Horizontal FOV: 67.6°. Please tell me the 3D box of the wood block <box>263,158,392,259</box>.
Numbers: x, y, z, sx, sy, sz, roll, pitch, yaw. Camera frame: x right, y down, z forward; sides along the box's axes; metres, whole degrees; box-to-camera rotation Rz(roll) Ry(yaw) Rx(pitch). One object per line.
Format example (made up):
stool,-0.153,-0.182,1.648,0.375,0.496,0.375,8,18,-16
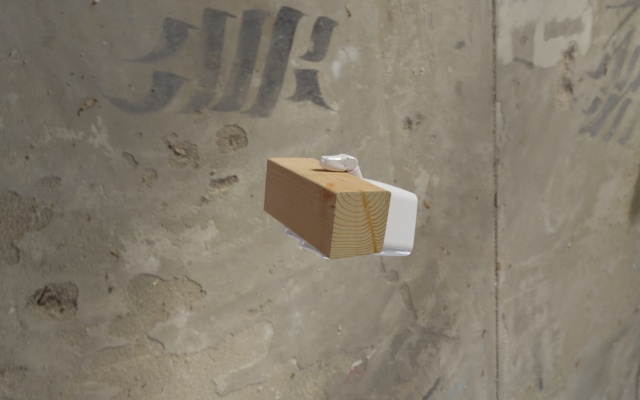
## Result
wood block,0.001,0.002,0.702,0.090,0.091,0.206,-3,17,-31
